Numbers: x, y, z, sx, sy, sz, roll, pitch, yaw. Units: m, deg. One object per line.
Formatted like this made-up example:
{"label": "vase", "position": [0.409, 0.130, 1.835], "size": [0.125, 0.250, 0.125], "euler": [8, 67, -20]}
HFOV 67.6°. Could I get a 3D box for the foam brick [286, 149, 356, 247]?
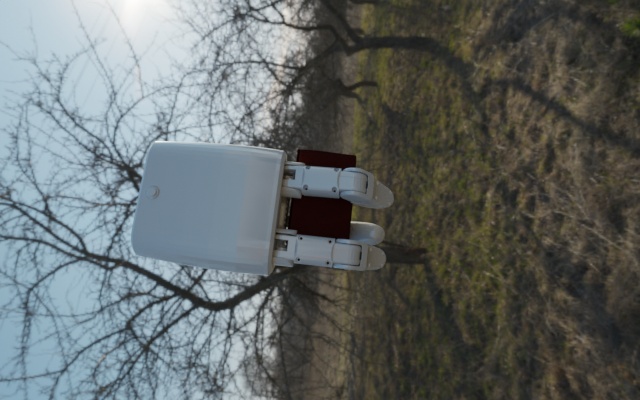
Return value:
{"label": "foam brick", "position": [0.000, 0.001, 0.410], "size": [0.051, 0.078, 0.053], "euler": [7, -14, -2]}
